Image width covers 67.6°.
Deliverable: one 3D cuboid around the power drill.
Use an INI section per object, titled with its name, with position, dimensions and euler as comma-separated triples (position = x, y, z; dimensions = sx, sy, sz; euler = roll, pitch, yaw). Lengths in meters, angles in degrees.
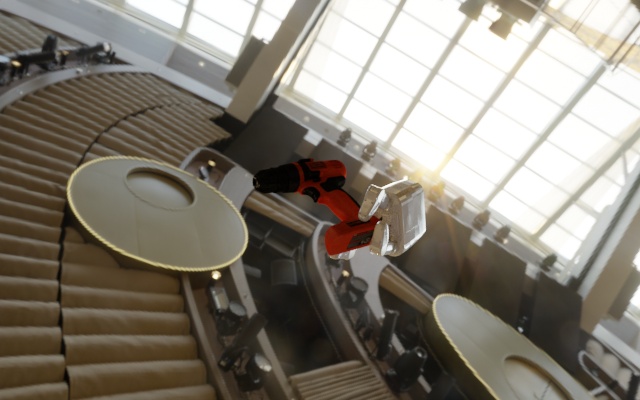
[power drill]
position = 0.001, 0.003, 0.796
dimensions = 0.184, 0.057, 0.187
euler = -12, 51, -34
